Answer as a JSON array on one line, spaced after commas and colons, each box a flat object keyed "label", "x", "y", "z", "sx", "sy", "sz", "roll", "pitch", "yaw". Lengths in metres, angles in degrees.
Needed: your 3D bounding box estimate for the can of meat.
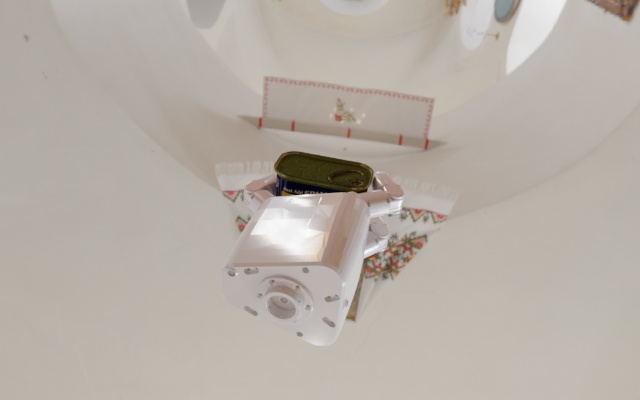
[{"label": "can of meat", "x": 0.000, "y": 0.002, "z": 0.516, "sx": 0.102, "sy": 0.084, "sz": 0.057, "roll": 11, "pitch": 32, "yaw": 7}]
